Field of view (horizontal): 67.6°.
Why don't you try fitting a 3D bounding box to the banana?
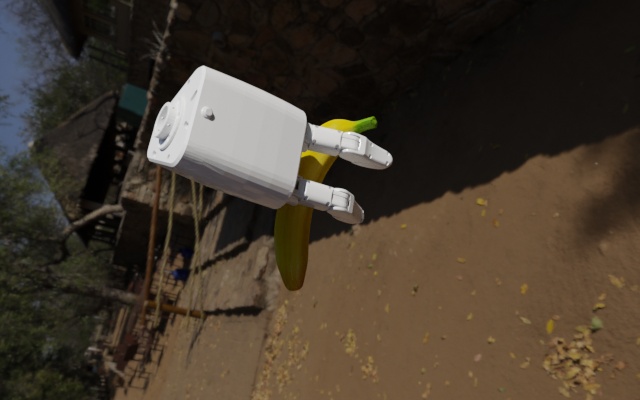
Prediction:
[{"bbox_3d":[-0.011,-0.007,0.501,0.069,0.198,0.037,22,-2,43],"label":"banana"}]
